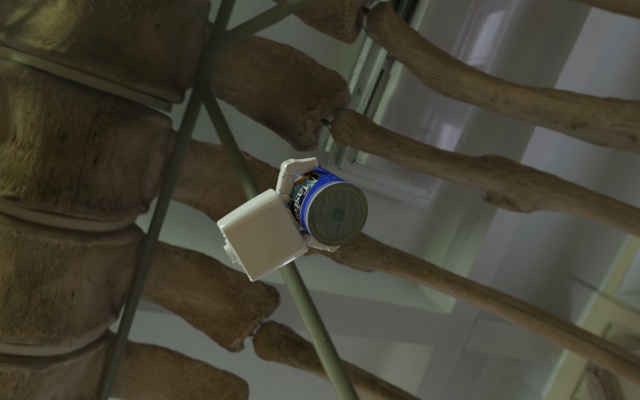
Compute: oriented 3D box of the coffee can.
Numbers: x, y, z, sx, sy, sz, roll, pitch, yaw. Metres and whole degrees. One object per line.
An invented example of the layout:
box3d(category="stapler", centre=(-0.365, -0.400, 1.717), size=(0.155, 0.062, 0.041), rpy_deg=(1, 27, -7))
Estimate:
box3d(category="coffee can", centre=(0.000, 0.002, 0.784), size=(0.103, 0.103, 0.140), rpy_deg=(0, 17, -24))
